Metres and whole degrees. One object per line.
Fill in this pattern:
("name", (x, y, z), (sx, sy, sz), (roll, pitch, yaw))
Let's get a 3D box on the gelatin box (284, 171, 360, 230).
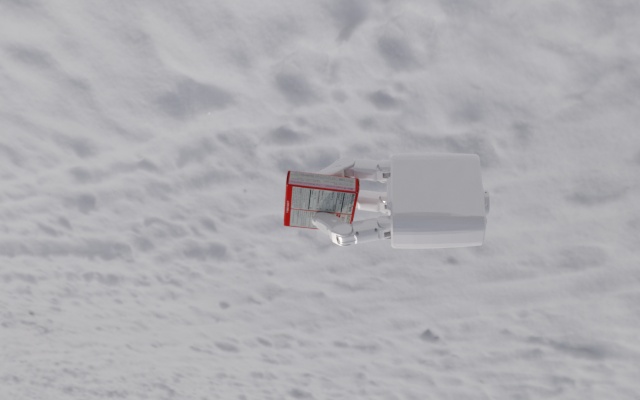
("gelatin box", (0.000, 0.002, 0.596), (0.089, 0.073, 0.030), (5, 45, -2))
